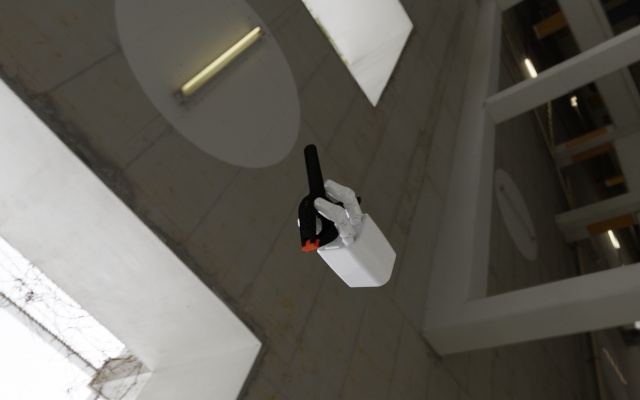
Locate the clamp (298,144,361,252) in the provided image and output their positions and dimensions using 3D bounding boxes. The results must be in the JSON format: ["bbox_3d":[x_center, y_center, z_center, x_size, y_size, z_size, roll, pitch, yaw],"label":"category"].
[{"bbox_3d":[0.000,0.004,0.867,0.036,0.164,0.209,-25,24,35],"label":"clamp"}]
